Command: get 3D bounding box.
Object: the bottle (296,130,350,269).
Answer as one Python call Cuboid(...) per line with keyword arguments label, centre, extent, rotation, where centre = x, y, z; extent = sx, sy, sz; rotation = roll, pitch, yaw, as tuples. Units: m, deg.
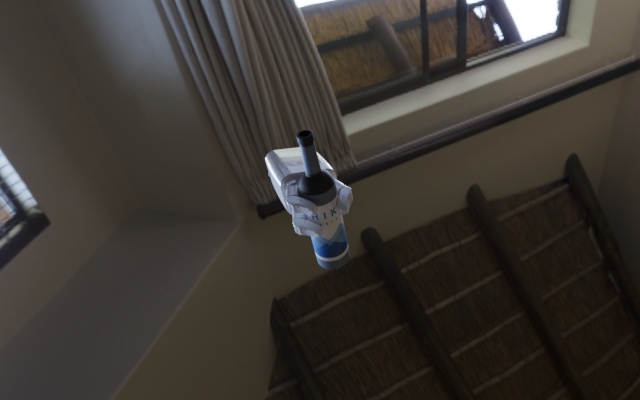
Cuboid(label="bottle", centre=(0.000, 0.003, 0.866), extent=(0.069, 0.296, 0.069), rotation=(-8, 40, 7))
